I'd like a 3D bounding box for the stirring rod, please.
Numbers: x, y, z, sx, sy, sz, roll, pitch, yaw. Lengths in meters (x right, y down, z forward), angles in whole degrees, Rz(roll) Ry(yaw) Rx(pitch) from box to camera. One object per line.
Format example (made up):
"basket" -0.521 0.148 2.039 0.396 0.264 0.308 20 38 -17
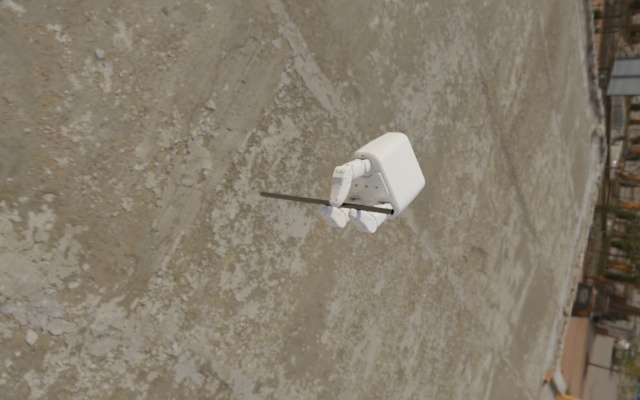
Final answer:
"stirring rod" 0.000 0.002 0.704 0.239 0.011 0.011 8 5 37
